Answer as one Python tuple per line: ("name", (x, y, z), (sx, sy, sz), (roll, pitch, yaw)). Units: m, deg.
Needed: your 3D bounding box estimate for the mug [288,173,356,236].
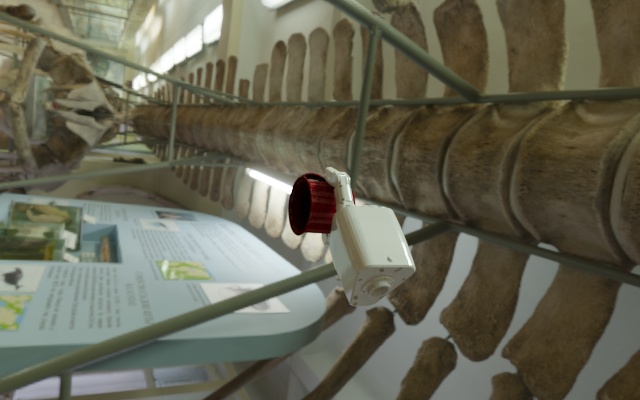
("mug", (0.000, 0.002, 0.768), (0.081, 0.117, 0.093), (5, -44, -25))
